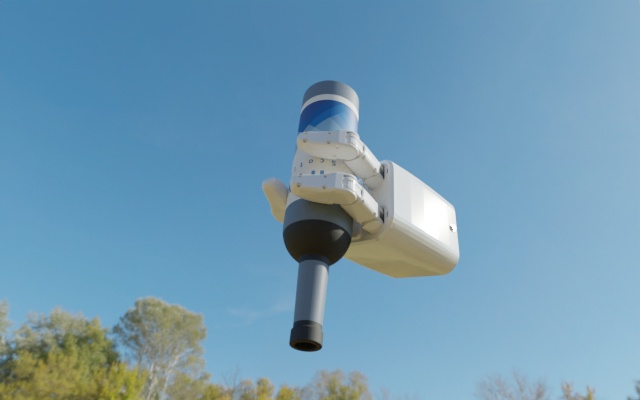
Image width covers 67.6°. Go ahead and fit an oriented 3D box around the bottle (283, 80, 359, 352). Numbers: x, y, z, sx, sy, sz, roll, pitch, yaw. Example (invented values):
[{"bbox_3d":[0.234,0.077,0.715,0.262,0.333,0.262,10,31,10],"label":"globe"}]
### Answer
[{"bbox_3d":[0.000,0.001,0.476,0.069,0.295,0.069,4,-37,3],"label":"bottle"}]
